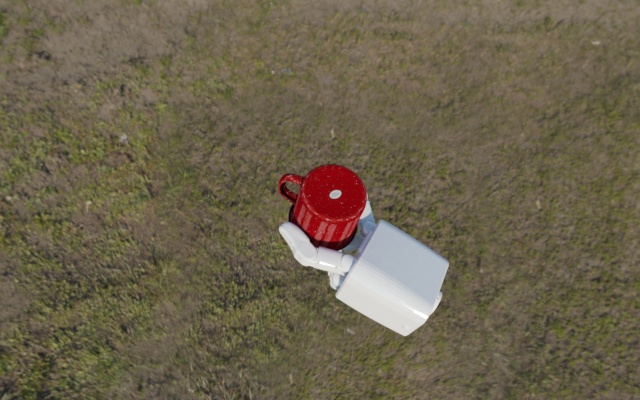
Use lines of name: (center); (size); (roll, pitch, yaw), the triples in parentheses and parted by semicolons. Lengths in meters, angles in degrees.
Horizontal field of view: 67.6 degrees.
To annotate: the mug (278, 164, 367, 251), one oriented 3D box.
mug: (-0.001, 0.001, 0.596); (0.117, 0.093, 0.081); (31, -29, 6)
